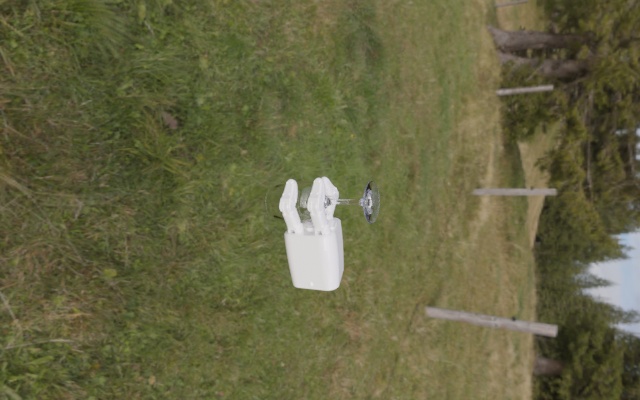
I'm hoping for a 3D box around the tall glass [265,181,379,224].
[{"bbox_3d":[0.001,0.003,0.869,0.201,0.079,0.079,1,0,27],"label":"tall glass"}]
